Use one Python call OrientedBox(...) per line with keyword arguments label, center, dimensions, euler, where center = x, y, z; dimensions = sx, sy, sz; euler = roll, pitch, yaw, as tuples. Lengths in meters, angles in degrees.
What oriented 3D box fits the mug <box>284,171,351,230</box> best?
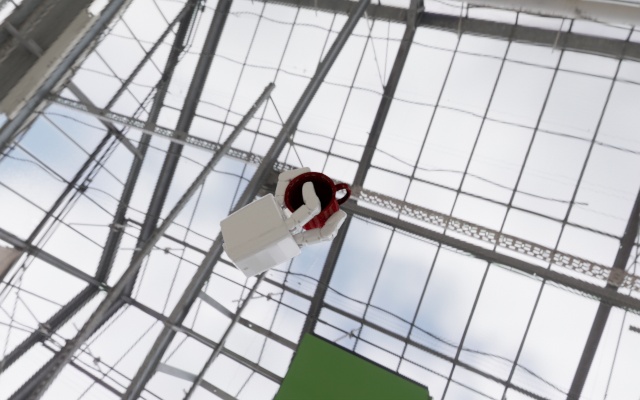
OrientedBox(label="mug", center=(0.001, 0.002, 0.863), dimensions=(0.117, 0.093, 0.081), euler=(-25, -32, -2))
